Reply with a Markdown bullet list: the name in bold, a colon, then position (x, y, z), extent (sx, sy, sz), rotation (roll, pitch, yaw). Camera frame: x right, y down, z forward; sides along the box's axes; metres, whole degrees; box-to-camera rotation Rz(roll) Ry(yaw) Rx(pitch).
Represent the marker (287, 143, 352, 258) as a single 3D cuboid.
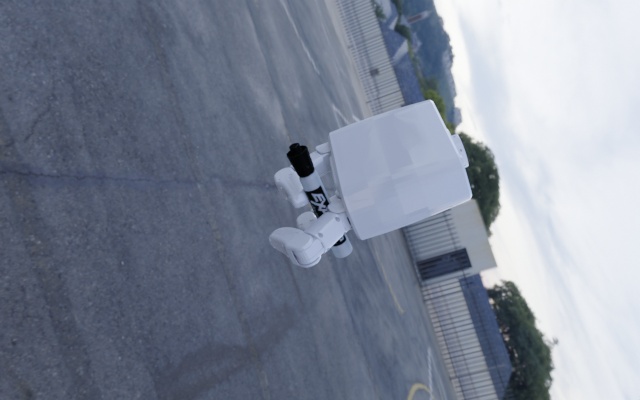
- **marker**: position (0.000, 0.001, 0.428), extent (0.020, 0.121, 0.020), rotation (-19, 30, 11)
